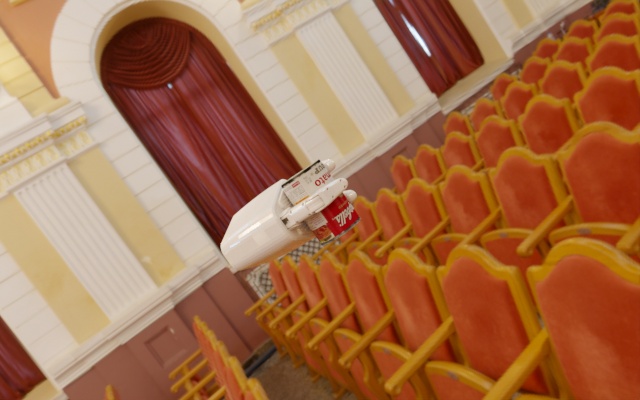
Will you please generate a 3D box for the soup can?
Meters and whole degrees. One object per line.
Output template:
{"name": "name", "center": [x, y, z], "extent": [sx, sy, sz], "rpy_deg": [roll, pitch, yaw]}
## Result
{"name": "soup can", "center": [0.000, 0.002, 0.667], "extent": [0.068, 0.102, 0.068], "rpy_deg": [-34, 5, 4]}
